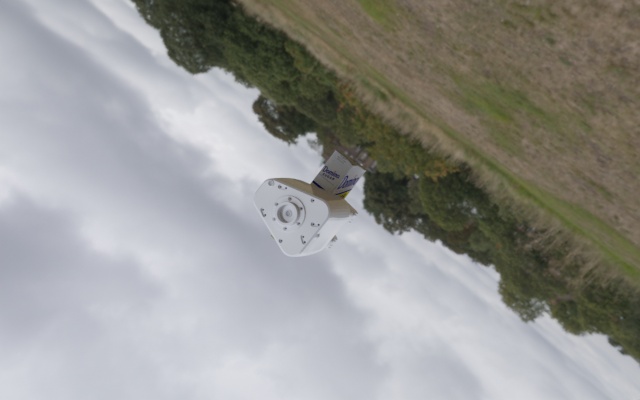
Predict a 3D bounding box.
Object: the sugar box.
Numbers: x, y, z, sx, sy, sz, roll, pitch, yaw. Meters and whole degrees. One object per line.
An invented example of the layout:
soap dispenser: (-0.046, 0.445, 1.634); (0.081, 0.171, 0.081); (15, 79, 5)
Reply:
sugar box: (0.000, 0.003, 0.792); (0.048, 0.176, 0.093); (42, 11, 15)
